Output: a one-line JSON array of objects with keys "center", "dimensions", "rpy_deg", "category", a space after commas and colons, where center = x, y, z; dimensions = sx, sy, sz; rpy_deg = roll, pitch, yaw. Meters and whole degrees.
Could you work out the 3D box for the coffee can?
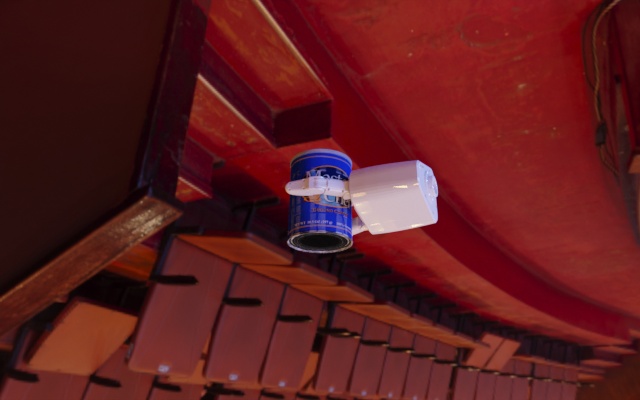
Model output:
[{"center": [0.000, 0.002, 0.768], "dimensions": [0.103, 0.140, 0.103], "rpy_deg": [1, -23, 0], "category": "coffee can"}]
